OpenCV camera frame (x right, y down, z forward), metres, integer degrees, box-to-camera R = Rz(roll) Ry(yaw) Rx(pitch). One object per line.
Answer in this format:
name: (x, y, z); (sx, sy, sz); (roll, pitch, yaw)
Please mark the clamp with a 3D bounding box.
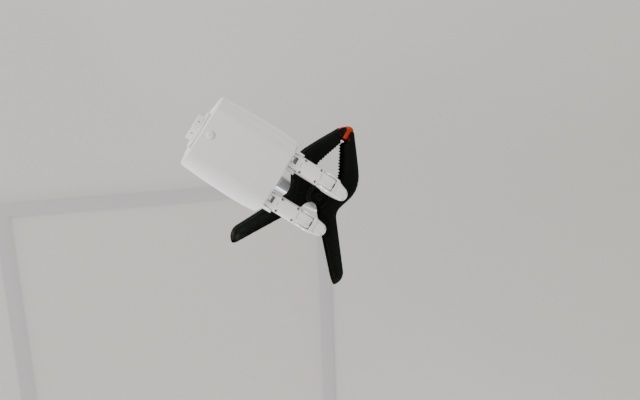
clamp: (0.000, 0.001, 0.644); (0.164, 0.210, 0.036); (32, -2, -17)
